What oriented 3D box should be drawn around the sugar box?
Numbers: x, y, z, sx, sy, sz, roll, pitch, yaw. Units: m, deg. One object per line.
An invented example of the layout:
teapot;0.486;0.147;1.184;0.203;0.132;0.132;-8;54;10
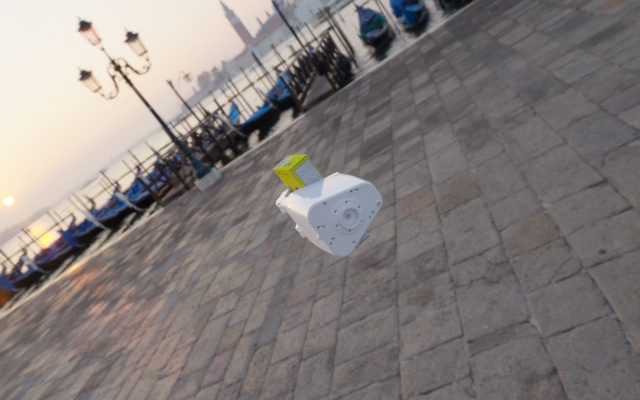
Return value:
sugar box;0.000;0.003;0.803;0.048;0.176;0.093;-41;17;-13
